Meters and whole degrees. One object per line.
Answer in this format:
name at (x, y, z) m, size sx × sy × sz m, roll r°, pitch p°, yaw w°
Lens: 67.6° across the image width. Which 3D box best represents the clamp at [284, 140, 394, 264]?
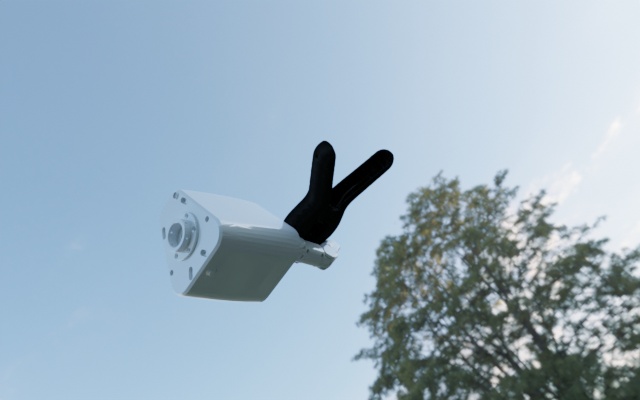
clamp at (0.000, 0.001, 0.533) m, size 0.120 × 0.171 × 0.039 m, roll 16°, pitch 27°, yaw -48°
